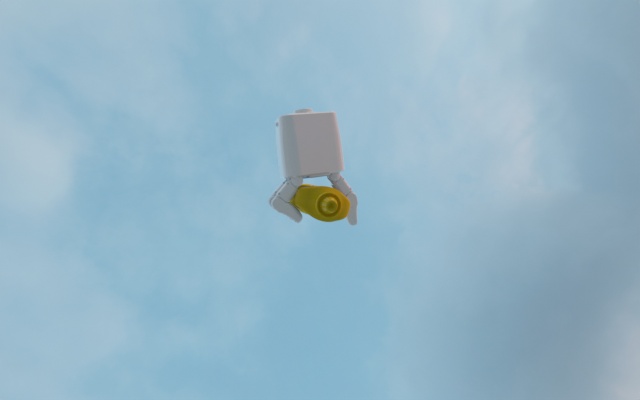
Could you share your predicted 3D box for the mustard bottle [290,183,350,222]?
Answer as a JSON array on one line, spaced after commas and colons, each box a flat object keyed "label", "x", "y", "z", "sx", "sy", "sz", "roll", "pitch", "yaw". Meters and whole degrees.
[{"label": "mustard bottle", "x": 0.000, "y": 0.003, "z": 0.825, "sx": 0.096, "sy": 0.058, "sz": 0.191, "roll": 18, "pitch": -1, "yaw": -11}]
